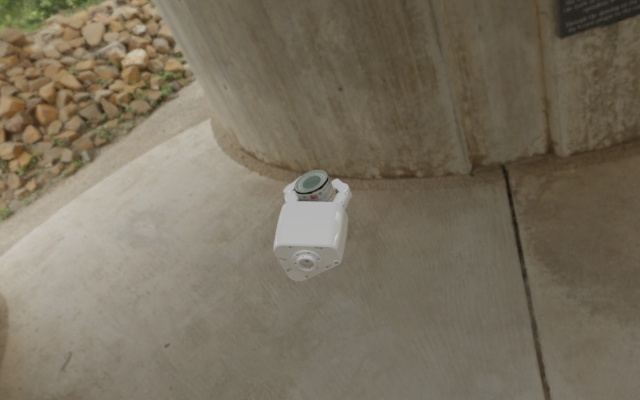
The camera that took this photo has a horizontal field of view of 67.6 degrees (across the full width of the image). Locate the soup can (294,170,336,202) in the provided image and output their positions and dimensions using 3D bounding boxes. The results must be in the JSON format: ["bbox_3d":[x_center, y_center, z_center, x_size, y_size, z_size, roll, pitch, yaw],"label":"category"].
[{"bbox_3d":[0.000,0.002,0.884,0.068,0.102,0.068,-17,35,12],"label":"soup can"}]
